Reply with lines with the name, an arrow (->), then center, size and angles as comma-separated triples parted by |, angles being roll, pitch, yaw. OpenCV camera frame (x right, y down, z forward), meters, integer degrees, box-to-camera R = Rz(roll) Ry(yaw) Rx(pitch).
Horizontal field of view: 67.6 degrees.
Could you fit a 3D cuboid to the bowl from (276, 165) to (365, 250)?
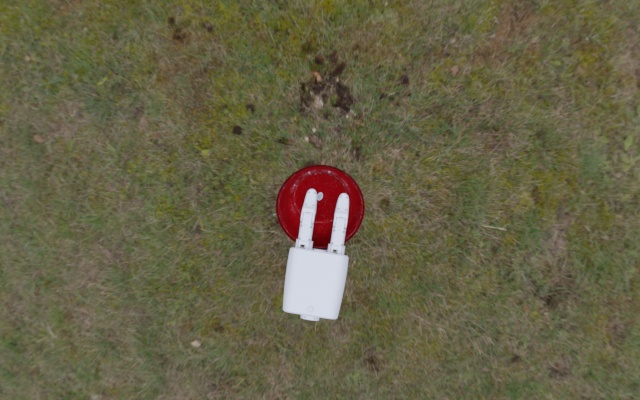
bowl -> 0.000, 0.001, 0.840 | 0.162, 0.162, 0.055 | 0, -18, -1
